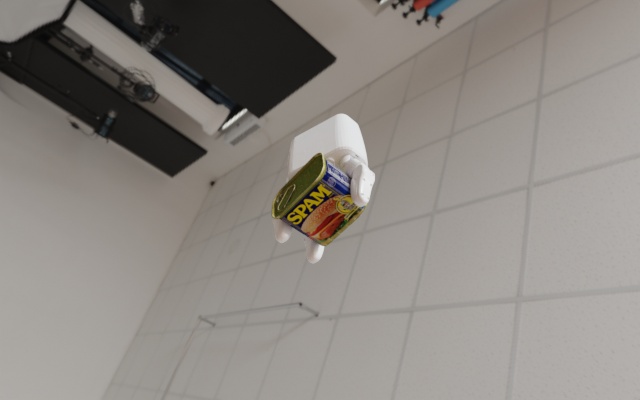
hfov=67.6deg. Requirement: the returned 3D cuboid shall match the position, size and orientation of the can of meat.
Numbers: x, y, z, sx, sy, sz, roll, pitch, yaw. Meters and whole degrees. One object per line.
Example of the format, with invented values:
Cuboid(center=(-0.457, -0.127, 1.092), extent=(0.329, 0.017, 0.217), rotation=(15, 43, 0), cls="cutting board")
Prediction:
Cuboid(center=(0.000, 0.002, 0.624), extent=(0.084, 0.102, 0.057), rotation=(35, 26, -25), cls="can of meat")
